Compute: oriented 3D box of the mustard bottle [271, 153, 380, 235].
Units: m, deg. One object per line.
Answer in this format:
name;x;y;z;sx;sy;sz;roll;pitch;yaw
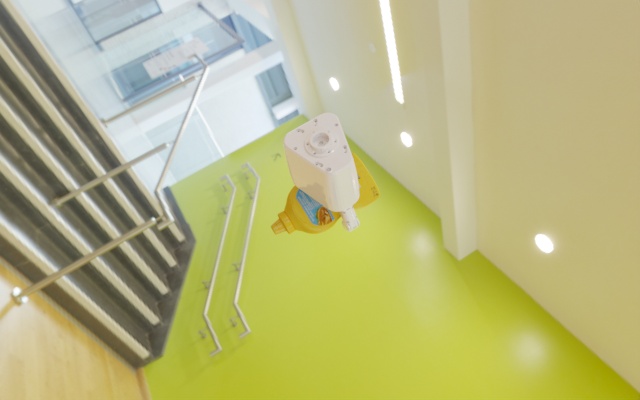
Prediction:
mustard bottle;0.000;0.003;0.828;0.191;0.096;0.058;-31;-6;-9
